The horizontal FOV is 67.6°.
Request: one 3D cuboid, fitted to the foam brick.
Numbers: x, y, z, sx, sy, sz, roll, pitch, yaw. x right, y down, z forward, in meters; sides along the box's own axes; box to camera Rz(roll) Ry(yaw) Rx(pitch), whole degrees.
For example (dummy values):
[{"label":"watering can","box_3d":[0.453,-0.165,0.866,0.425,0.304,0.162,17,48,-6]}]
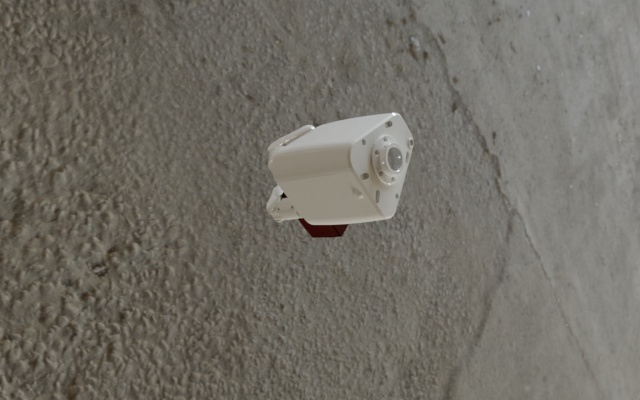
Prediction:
[{"label":"foam brick","box_3d":[0.000,0.002,0.589,0.051,0.078,0.053,-6,41,42]}]
